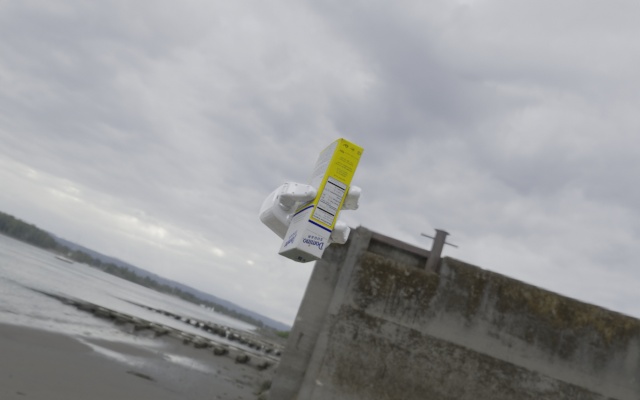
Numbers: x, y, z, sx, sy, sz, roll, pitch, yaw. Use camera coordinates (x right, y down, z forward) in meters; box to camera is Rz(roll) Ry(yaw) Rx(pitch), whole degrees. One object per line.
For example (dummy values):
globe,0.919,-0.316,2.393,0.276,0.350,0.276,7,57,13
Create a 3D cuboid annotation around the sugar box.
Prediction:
sugar box,0.001,0.002,0.694,0.048,0.176,0.093,24,-17,-14
